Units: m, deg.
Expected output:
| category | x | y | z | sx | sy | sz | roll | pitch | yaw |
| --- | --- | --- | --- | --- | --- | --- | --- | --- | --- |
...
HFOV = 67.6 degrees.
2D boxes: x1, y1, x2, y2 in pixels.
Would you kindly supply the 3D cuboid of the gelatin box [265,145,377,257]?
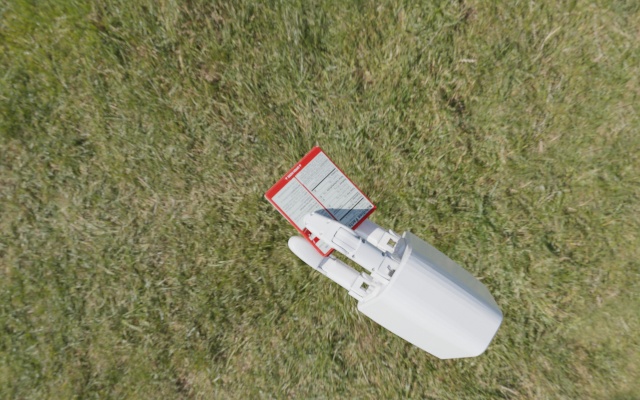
| category | x | y | z | sx | sy | sz | roll | pitch | yaw |
| --- | --- | --- | --- | --- | --- | --- | --- | --- | --- |
| gelatin box | 0.000 | 0.001 | 0.481 | 0.073 | 0.089 | 0.030 | -44 | 1 | -3 |
